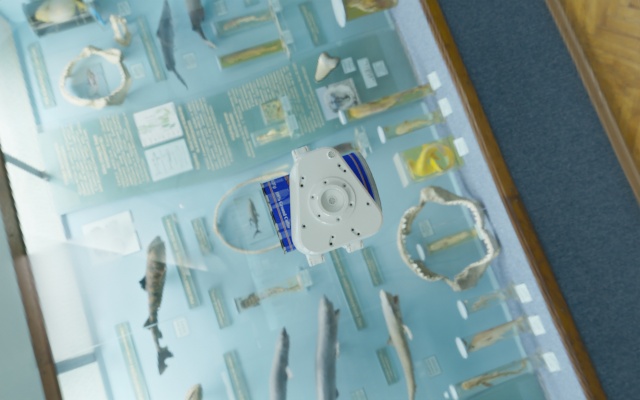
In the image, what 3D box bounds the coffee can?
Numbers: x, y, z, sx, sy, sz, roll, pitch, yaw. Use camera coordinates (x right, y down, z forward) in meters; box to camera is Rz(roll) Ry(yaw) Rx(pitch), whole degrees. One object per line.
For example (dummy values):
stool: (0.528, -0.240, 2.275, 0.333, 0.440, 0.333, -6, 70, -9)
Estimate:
coffee can: (0.000, 0.002, 0.654, 0.140, 0.103, 0.103, -19, 2, -6)
